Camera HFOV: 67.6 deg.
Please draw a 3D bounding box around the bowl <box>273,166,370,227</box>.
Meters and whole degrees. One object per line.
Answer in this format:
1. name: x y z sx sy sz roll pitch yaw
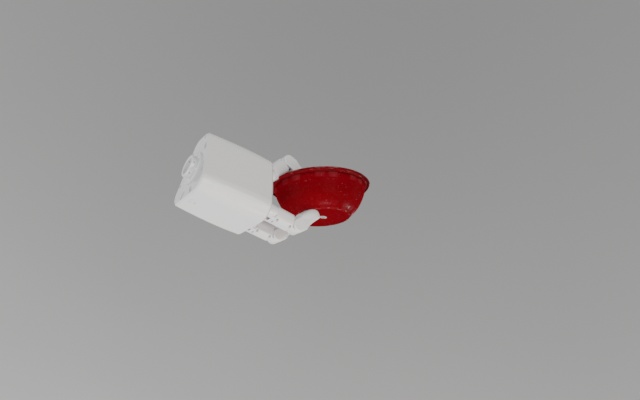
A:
1. bowl: 0.001 0.003 0.768 0.162 0.055 0.162 -3 -21 -1
